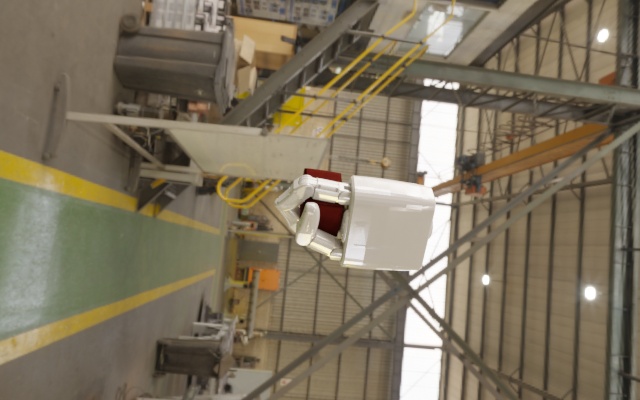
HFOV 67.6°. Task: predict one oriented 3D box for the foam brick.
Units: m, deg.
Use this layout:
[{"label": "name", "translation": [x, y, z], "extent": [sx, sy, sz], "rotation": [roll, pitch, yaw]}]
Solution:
[{"label": "foam brick", "translation": [0.000, 0.002, 0.632], "extent": [0.051, 0.053, 0.078], "rotation": [6, 38, -6]}]
